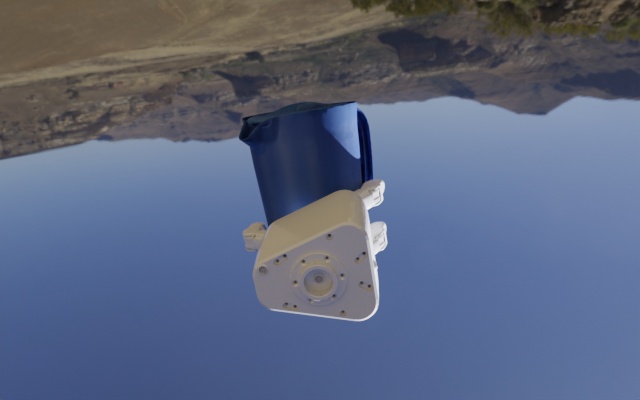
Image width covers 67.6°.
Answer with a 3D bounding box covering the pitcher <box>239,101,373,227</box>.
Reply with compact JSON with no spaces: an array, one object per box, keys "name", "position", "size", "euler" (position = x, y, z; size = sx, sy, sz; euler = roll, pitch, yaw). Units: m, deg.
[{"name":"pitcher","position":[0.000,0.002,0.583],"size":[0.149,0.243,0.145],"euler":[-8,14,3]}]
